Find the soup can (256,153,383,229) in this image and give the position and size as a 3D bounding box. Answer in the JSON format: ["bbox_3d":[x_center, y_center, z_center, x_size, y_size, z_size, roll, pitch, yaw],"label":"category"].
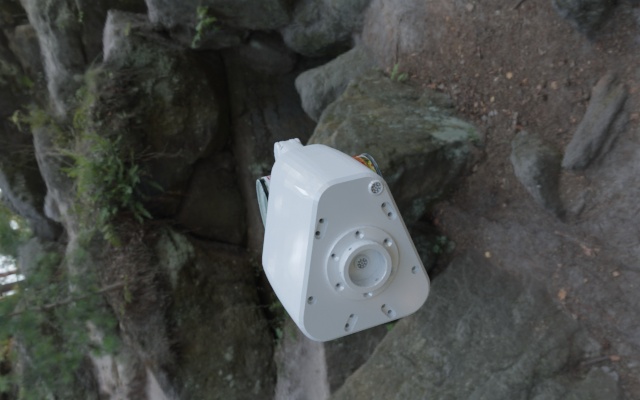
[{"bbox_3d":[0.000,0.001,0.430,0.102,0.068,0.068,-14,3,-14],"label":"soup can"}]
